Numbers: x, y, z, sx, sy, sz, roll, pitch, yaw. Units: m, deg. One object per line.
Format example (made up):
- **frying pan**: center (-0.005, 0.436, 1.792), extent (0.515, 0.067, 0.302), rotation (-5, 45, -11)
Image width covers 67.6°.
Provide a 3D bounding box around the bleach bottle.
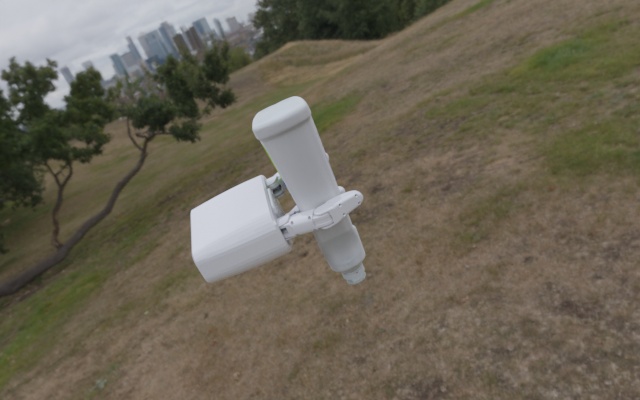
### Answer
- **bleach bottle**: center (0.000, 0.002, 0.590), extent (0.068, 0.251, 0.102), rotation (-24, 22, 2)
